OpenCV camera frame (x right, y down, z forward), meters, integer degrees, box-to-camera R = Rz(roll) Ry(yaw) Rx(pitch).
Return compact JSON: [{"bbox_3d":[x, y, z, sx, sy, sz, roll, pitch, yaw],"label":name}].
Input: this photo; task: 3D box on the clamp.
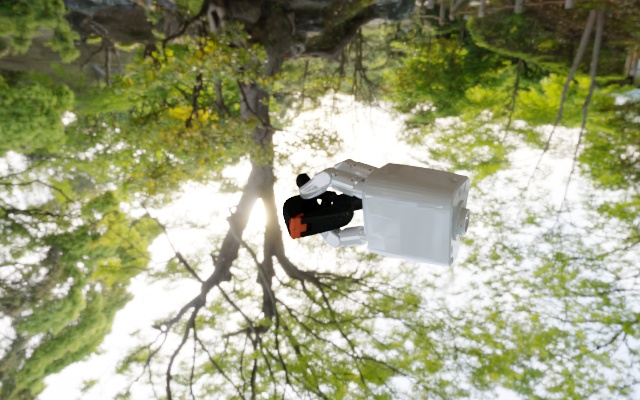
[{"bbox_3d":[0.000,0.003,0.652,0.164,0.036,0.210,11,20,26],"label":"clamp"}]
